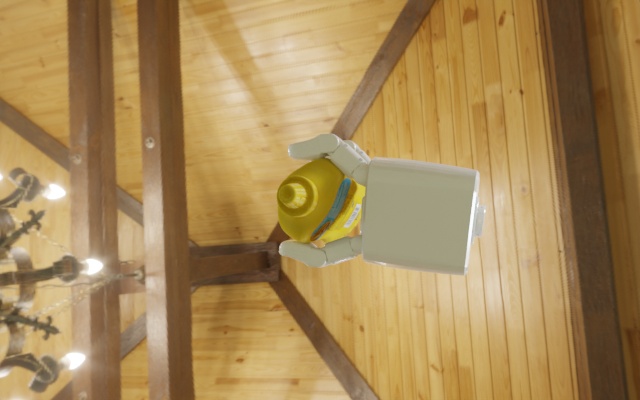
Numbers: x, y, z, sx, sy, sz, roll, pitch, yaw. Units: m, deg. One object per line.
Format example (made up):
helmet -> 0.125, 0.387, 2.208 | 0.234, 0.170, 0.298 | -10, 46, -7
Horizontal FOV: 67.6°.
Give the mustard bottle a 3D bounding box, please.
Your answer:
mustard bottle -> 0.000, 0.002, 0.536 | 0.058, 0.096, 0.191 | 34, 7, 18
